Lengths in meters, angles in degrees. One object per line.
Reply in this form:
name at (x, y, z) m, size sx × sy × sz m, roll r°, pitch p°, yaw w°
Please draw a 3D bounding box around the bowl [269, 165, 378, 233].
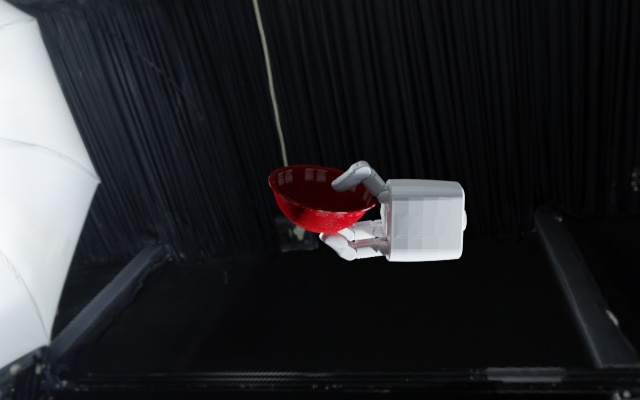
bowl at (-0.001, 0.002, 0.705) m, size 0.162 × 0.055 × 0.162 m, roll 10°, pitch 25°, yaw -4°
